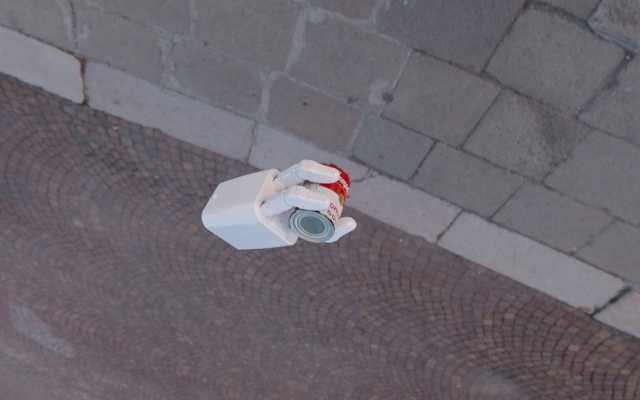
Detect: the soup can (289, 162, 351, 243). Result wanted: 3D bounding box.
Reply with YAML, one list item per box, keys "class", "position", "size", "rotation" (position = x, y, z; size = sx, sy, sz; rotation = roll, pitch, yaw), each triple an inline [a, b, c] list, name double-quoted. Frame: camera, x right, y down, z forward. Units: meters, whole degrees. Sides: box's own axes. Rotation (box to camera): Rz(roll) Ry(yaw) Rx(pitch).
- class: "soup can"
  position: [0.001, 0.002, 0.695]
  size: [0.068, 0.069, 0.102]
  rotation: [0, 43, 21]
